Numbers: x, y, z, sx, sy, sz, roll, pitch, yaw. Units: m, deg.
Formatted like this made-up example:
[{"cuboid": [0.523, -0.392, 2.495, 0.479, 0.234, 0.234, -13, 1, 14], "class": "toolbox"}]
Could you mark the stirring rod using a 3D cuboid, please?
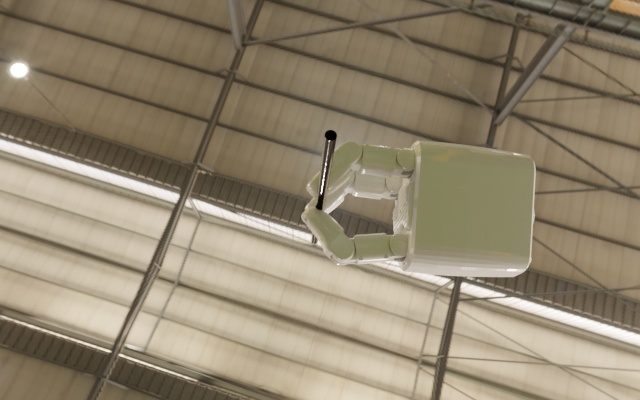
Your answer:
[{"cuboid": [0.000, 0.001, 0.418, 0.011, 0.011, 0.240, 0, -21, -3], "class": "stirring rod"}]
